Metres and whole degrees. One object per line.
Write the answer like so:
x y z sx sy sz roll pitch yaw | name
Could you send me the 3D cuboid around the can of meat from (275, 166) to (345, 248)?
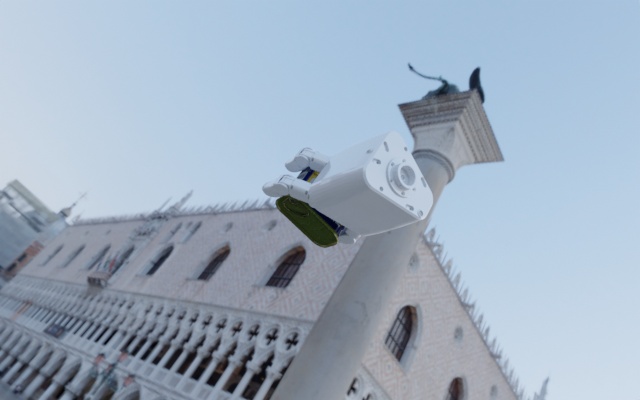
0.000 0.002 0.685 0.102 0.084 0.057 44 -33 -14 | can of meat
